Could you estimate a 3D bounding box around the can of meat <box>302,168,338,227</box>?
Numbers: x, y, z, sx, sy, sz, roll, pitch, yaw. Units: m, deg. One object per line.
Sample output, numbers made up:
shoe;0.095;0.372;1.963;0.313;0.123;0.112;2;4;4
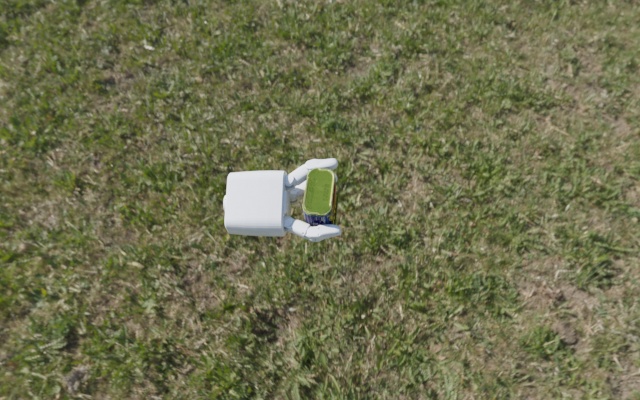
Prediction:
can of meat;0.000;0.003;0.872;0.057;0.102;0.084;3;-29;6
